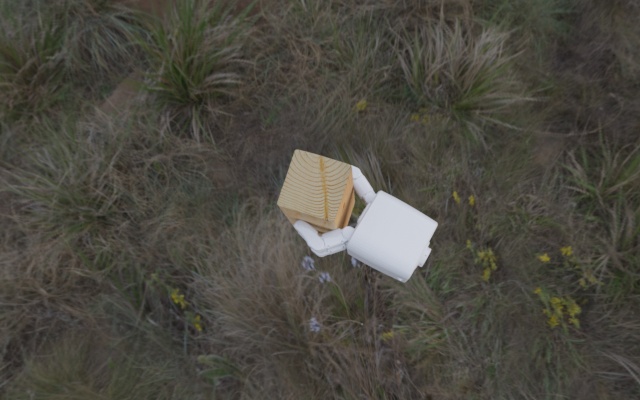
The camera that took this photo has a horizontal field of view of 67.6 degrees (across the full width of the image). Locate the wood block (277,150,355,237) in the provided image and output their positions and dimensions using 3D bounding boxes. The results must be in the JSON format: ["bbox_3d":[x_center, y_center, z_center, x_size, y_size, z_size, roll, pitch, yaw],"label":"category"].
[{"bbox_3d":[0.001,0.002,0.783,0.090,0.091,0.206,17,-12,9],"label":"wood block"}]
